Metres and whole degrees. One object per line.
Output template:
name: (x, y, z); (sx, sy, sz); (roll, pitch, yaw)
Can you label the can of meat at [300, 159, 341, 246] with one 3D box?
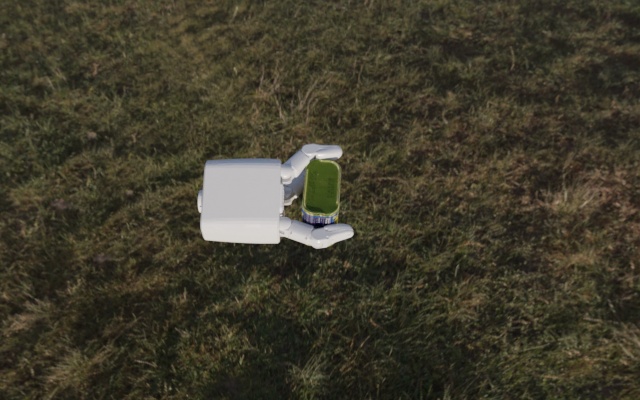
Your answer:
can of meat: (0.000, 0.002, 0.695); (0.057, 0.102, 0.084); (4, -34, 0)
